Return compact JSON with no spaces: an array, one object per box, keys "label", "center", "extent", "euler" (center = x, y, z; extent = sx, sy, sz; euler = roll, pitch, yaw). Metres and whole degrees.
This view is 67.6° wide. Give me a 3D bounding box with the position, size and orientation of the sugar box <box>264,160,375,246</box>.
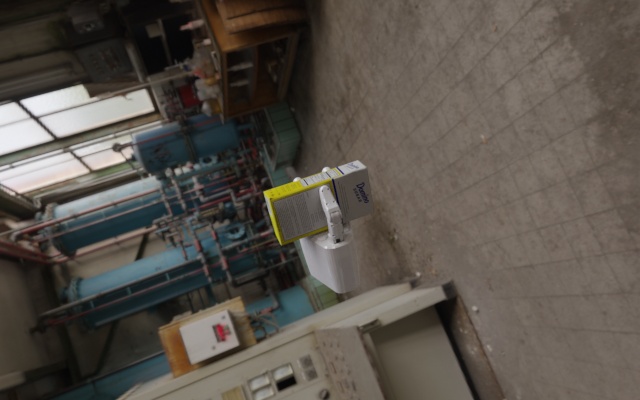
[{"label":"sugar box","center":[0.000,0.003,0.821],"extent":[0.176,0.093,0.048],"euler":[-19,29,-13]}]
